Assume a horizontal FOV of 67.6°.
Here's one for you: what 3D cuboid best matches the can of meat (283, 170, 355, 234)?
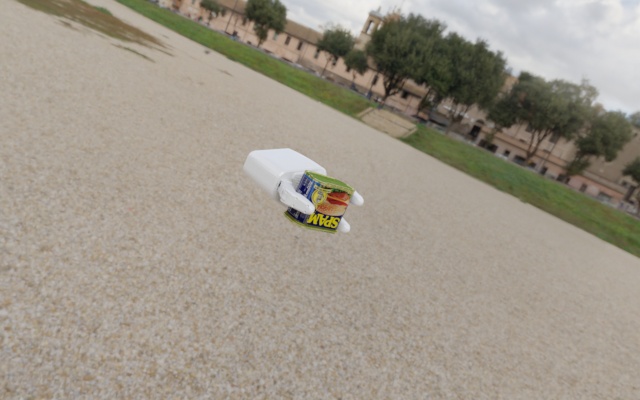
[{"bbox_3d":[0.000,0.002,0.803,0.102,0.084,0.057,14,16,-42],"label":"can of meat"}]
